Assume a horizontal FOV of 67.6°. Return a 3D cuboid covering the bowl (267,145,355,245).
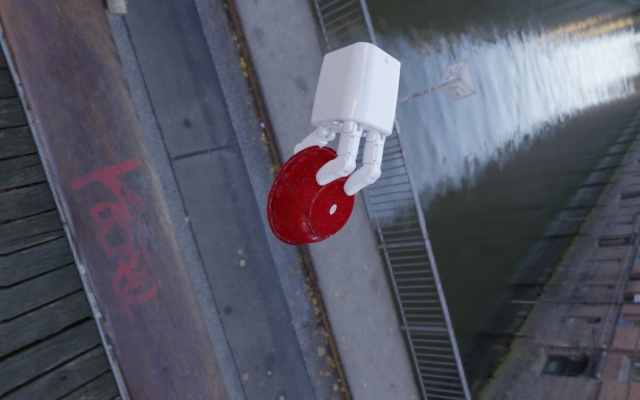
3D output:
[{"bbox_3d":[0.000,0.004,0.712,0.162,0.162,0.055,0,20,-46],"label":"bowl"}]
